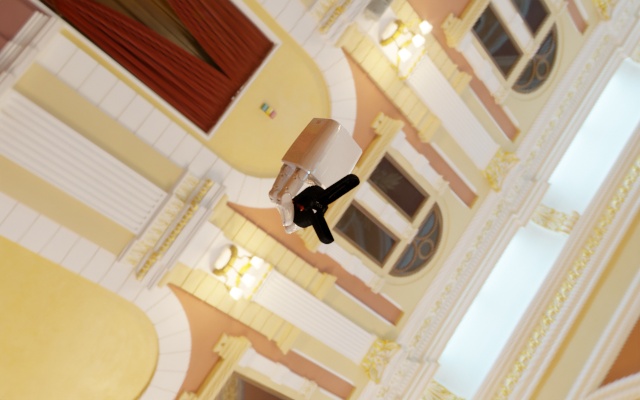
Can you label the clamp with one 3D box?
[{"bbox_3d":[0.000,0.003,0.805,0.039,0.120,0.171,39,-10,-30],"label":"clamp"}]
